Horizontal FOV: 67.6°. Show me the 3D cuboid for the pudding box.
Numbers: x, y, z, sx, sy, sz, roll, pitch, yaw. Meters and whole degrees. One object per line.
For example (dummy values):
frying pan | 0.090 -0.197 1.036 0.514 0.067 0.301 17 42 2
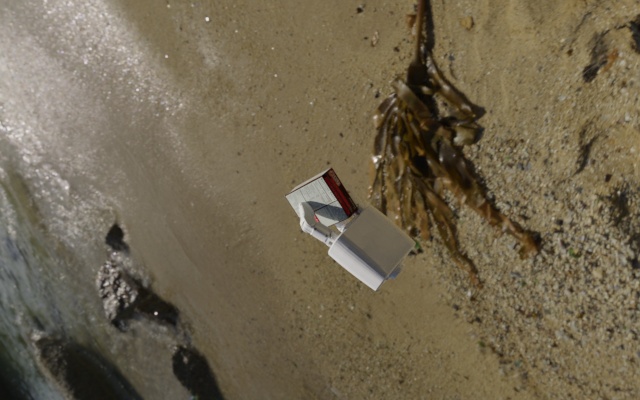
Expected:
pudding box | 0.000 0.003 0.857 0.113 0.090 0.039 -26 9 43
